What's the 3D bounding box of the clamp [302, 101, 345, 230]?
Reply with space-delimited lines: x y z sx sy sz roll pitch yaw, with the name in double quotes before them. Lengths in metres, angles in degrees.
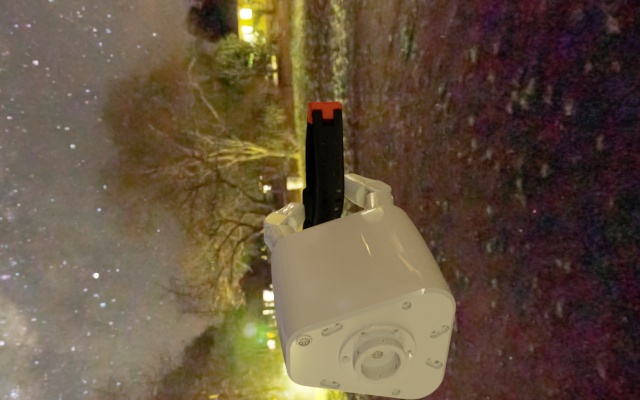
"clamp" -0.001 0.001 0.469 0.036 0.210 0.164 -4 27 -8
